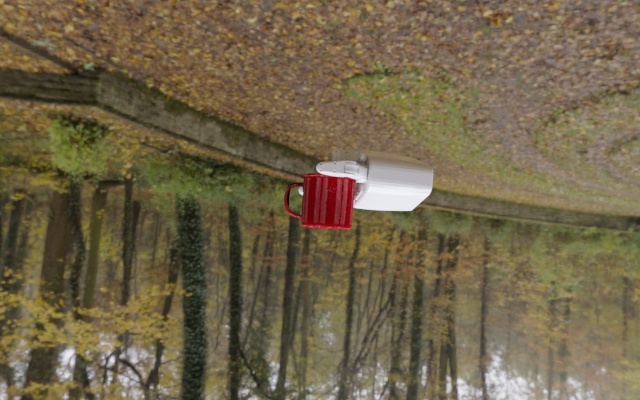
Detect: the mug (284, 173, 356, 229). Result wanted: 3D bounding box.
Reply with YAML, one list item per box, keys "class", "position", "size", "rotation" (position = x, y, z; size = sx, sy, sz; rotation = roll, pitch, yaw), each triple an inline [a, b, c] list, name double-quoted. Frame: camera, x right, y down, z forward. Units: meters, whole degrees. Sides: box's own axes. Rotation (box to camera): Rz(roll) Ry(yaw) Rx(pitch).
- class: "mug"
  position: [-0.001, 0.003, 0.761]
  size: [0.117, 0.081, 0.093]
  rotation: [4, -4, -8]
